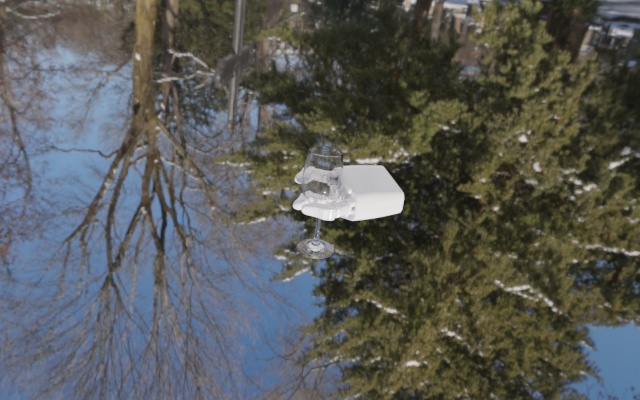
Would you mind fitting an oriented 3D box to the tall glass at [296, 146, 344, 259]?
[{"bbox_3d":[0.000,0.004,0.884,0.079,0.201,0.079,5,24,-2],"label":"tall glass"}]
